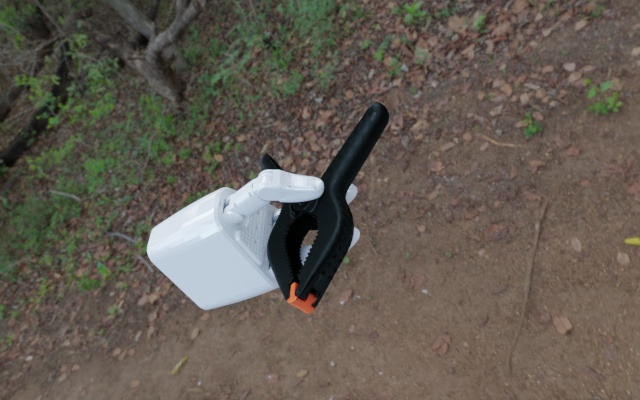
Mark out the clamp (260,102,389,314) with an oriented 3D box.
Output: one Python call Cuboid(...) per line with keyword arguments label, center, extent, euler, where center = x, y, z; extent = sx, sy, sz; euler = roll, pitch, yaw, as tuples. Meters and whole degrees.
Cuboid(label="clamp", center=(-0.001, 0.002, 0.459), extent=(0.164, 0.209, 0.036), euler=(-27, -46, 29))
